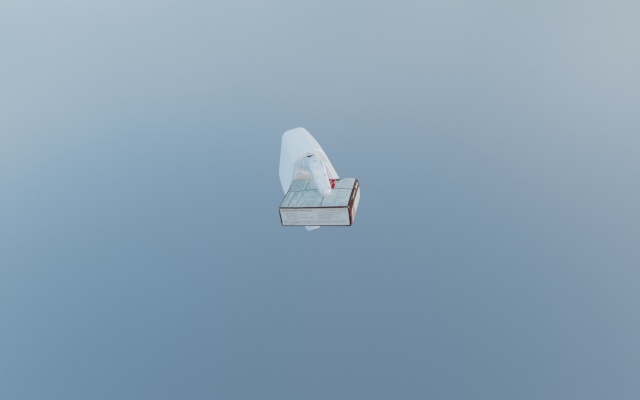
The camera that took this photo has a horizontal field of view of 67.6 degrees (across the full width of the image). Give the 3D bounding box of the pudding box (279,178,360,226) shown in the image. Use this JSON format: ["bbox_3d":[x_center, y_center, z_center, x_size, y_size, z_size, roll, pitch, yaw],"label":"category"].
[{"bbox_3d":[0.000,0.002,0.748,0.113,0.039,0.090,-2,32,16],"label":"pudding box"}]
